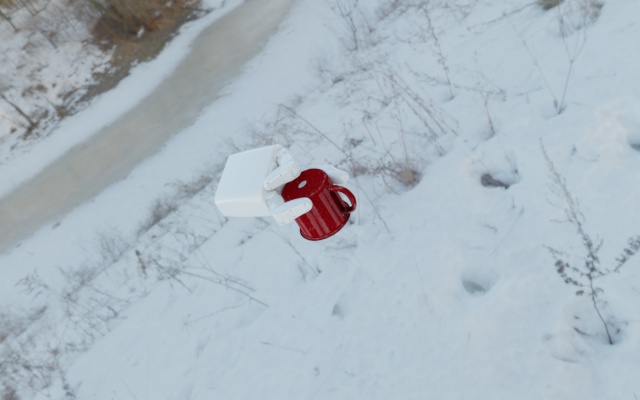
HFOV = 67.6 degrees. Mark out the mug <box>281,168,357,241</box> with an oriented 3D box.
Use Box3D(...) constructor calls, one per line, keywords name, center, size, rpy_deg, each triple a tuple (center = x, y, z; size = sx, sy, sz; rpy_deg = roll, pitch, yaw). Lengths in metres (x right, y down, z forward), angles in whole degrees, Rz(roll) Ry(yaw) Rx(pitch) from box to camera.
Box3D(name="mug", center=(0.001, 0.002, 0.750), size=(0.117, 0.093, 0.081), rpy_deg=(-6, -48, 32))
